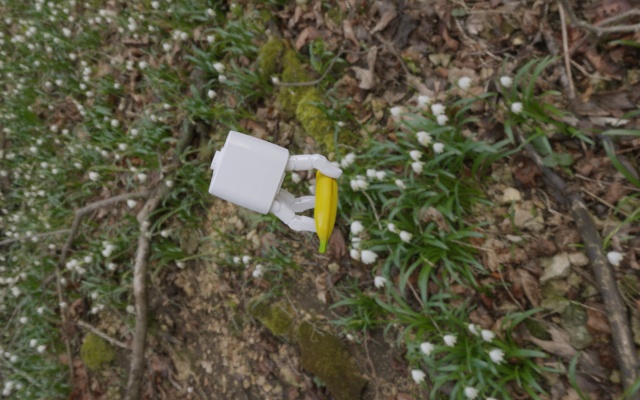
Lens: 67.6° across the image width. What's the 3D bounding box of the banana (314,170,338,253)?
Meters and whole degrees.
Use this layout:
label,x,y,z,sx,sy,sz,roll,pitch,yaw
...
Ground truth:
label,x,y,z,sx,sy,sz,roll,pitch,yaw
banana,0.006,-0.006,0.842,0.037,0.197,0.070,15,-44,-12
